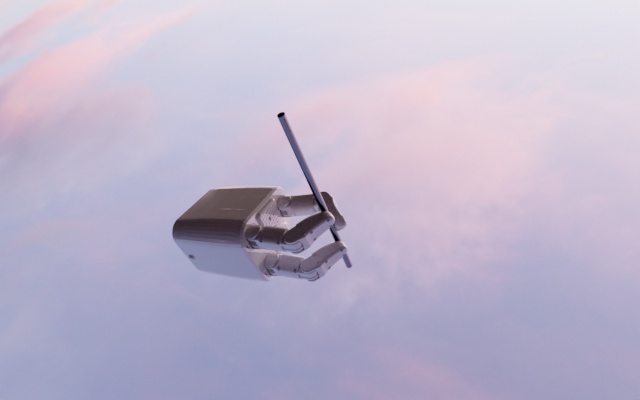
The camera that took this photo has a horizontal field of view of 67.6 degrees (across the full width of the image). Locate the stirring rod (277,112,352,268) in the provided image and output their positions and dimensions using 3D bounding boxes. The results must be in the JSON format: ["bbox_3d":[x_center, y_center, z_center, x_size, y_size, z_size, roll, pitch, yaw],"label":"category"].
[{"bbox_3d":[0.000,0.002,0.519,0.011,0.011,0.240,0,-42,24],"label":"stirring rod"}]
